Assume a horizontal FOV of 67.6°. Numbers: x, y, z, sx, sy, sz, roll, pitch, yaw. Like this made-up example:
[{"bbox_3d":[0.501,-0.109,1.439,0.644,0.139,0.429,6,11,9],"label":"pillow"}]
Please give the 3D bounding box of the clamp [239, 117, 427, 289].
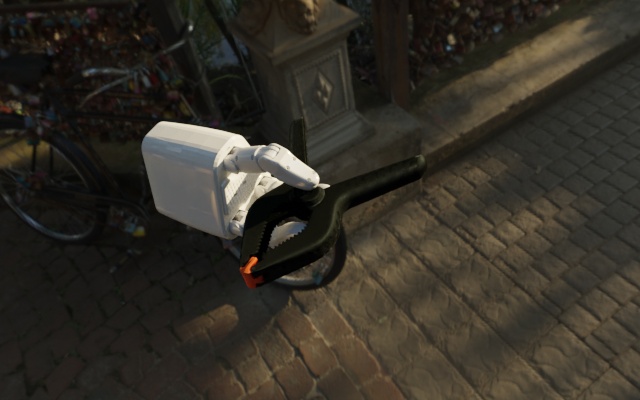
[{"bbox_3d":[0.000,0.001,0.468,0.164,0.210,0.036,15,-36,23],"label":"clamp"}]
